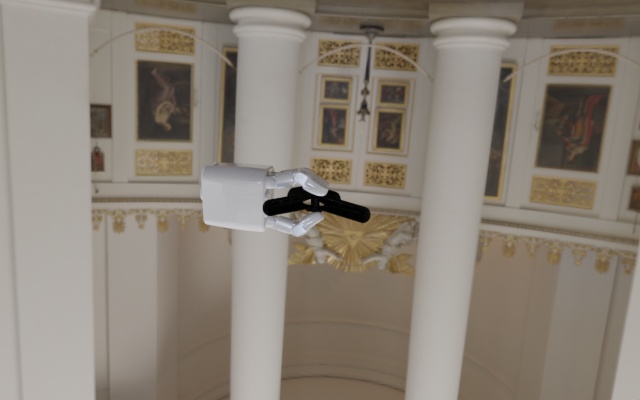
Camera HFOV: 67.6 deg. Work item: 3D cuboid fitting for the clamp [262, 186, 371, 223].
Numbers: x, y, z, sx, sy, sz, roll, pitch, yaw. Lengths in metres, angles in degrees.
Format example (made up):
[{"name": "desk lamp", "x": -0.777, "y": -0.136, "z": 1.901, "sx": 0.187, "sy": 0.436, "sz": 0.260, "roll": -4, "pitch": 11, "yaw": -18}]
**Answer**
[{"name": "clamp", "x": 0.000, "y": 0.003, "z": 0.810, "sx": 0.164, "sy": 0.036, "sz": 0.210, "roll": 7, "pitch": 10, "yaw": 3}]
